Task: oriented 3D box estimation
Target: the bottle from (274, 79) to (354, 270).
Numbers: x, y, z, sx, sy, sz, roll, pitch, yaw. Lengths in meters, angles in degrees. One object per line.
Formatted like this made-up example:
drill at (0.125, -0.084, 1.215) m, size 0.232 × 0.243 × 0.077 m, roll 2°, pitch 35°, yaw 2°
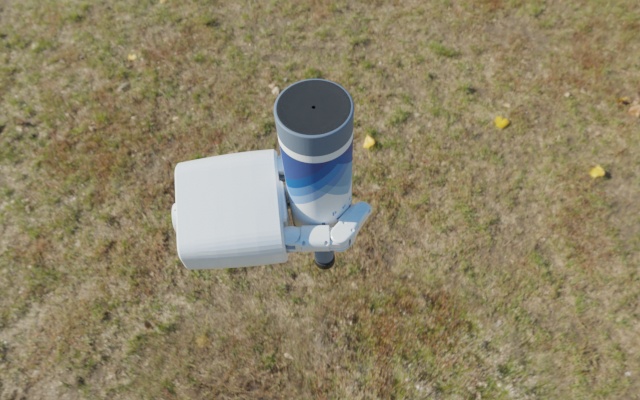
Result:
bottle at (0.000, 0.002, 0.517) m, size 0.069 × 0.069 × 0.296 m, roll 0°, pitch -32°, yaw 3°
